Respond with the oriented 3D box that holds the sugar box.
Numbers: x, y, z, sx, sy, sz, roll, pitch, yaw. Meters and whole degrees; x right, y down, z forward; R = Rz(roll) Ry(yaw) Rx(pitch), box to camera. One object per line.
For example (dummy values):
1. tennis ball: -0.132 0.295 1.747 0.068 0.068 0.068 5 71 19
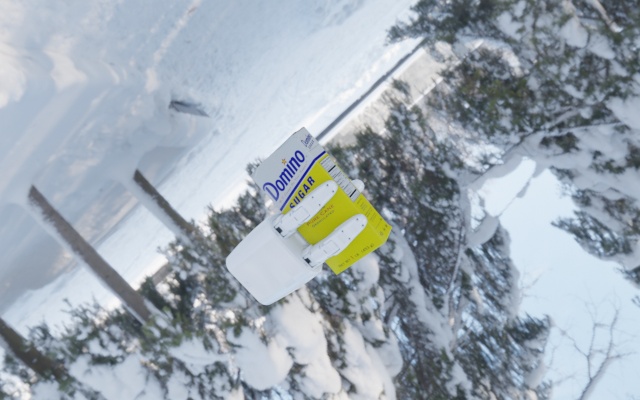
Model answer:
1. sugar box: 0.000 0.002 0.618 0.093 0.176 0.048 -40 6 31
